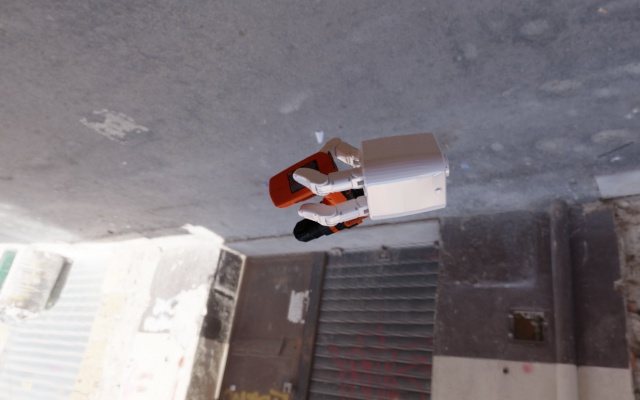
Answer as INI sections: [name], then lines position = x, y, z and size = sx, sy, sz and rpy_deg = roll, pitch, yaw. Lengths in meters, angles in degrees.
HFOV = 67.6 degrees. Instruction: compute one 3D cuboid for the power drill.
[power drill]
position = 0.000, 0.002, 0.757
size = 0.184, 0.057, 0.188
rpy_deg = -28, -28, 19
